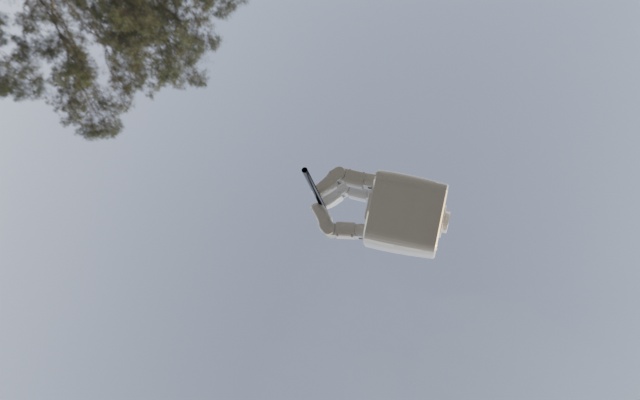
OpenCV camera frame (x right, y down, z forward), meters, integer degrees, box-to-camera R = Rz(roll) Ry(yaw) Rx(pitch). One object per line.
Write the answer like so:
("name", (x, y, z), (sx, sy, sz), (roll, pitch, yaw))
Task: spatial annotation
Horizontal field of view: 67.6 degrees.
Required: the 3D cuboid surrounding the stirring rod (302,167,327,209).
("stirring rod", (0.000, 0.002, 0.733), (0.011, 0.011, 0.240), (0, -20, 11))
